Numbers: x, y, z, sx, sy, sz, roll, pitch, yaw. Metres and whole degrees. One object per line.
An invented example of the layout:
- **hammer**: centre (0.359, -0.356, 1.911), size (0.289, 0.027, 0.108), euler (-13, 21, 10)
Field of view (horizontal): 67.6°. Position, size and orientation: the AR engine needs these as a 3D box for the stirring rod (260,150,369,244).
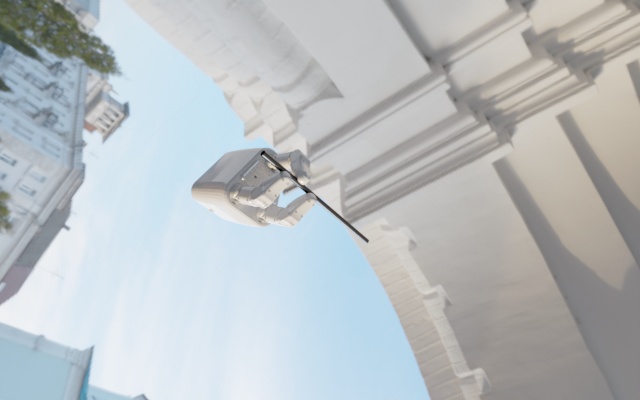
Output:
- **stirring rod**: centre (0.000, 0.002, 0.672), size (0.011, 0.011, 0.240), euler (0, -31, 44)
